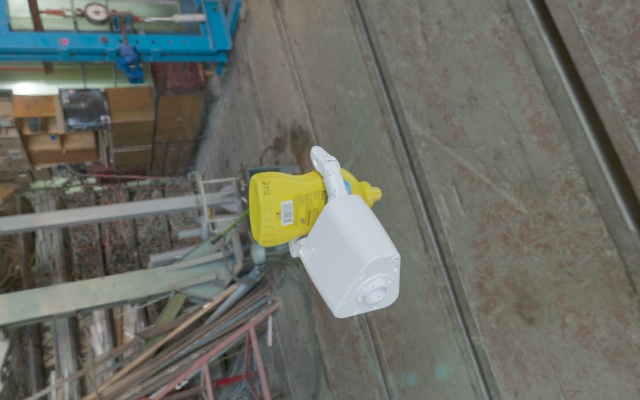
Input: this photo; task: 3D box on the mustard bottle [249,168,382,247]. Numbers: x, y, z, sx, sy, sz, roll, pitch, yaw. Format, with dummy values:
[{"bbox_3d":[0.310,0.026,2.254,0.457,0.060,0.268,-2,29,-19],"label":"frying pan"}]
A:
[{"bbox_3d":[0.000,0.002,0.661,0.191,0.096,0.058,-8,18,-25],"label":"mustard bottle"}]
